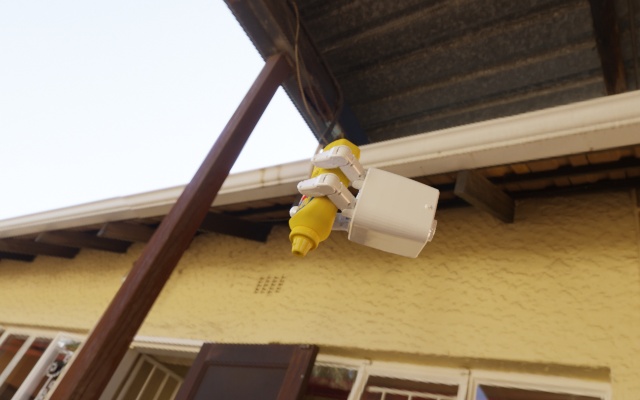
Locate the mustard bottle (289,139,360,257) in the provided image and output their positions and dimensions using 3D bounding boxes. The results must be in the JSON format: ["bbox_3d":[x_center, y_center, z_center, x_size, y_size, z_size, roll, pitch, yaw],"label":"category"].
[{"bbox_3d":[0.000,0.002,0.700,0.058,0.191,0.096,32,-38,-13],"label":"mustard bottle"}]
